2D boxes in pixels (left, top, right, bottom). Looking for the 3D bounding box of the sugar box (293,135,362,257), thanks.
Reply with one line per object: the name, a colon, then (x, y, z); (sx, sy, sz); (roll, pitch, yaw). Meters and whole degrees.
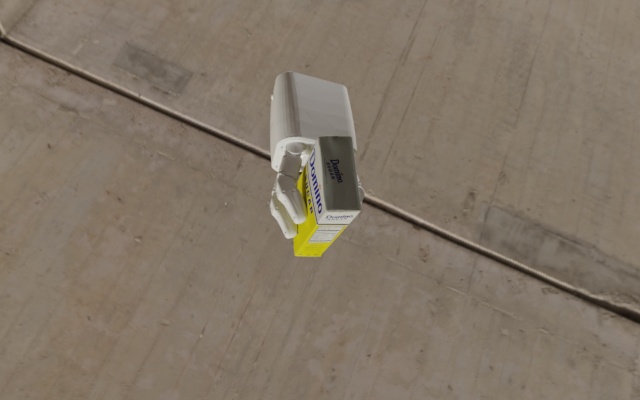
sugar box: (0.000, 0.002, 0.588); (0.048, 0.093, 0.176); (-1, -22, -12)
